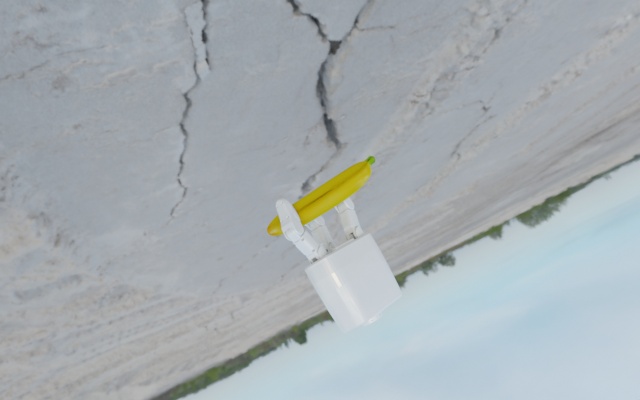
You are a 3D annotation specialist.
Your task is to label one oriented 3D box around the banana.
[{"bbox_3d":[0.000,0.001,0.693,0.198,0.037,0.069,-33,-3,7],"label":"banana"}]
